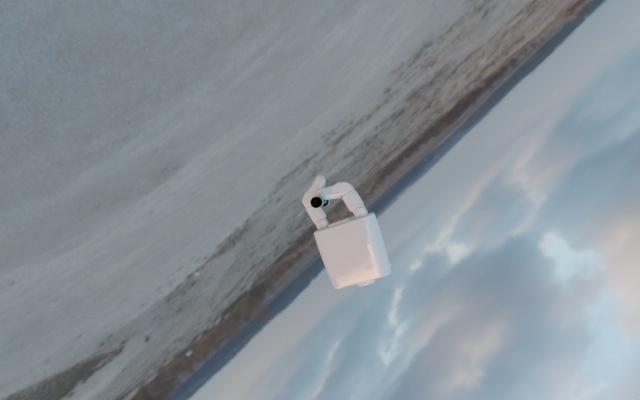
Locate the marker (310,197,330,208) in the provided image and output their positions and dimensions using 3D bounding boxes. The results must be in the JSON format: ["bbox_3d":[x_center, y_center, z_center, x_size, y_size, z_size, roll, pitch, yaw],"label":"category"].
[{"bbox_3d":[0.000,0.003,0.838,0.020,0.020,0.121,0,1,8],"label":"marker"}]
